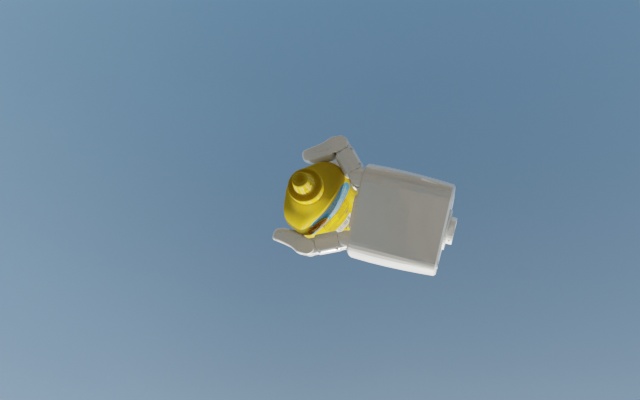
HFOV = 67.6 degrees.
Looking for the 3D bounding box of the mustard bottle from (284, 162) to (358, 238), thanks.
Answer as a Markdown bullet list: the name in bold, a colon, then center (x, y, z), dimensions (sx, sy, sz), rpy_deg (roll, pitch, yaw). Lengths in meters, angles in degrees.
- **mustard bottle**: center (0.000, 0.002, 0.610), dimensions (0.058, 0.096, 0.192), rpy_deg (39, -3, 20)
